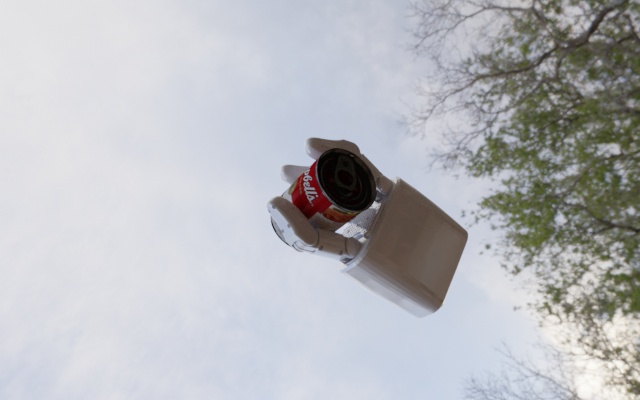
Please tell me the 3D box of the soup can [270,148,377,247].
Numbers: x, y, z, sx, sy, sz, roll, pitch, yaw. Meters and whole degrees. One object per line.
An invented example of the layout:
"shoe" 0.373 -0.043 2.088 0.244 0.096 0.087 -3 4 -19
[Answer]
"soup can" -0.001 0.002 0.486 0.068 0.068 0.102 0 -26 -34
